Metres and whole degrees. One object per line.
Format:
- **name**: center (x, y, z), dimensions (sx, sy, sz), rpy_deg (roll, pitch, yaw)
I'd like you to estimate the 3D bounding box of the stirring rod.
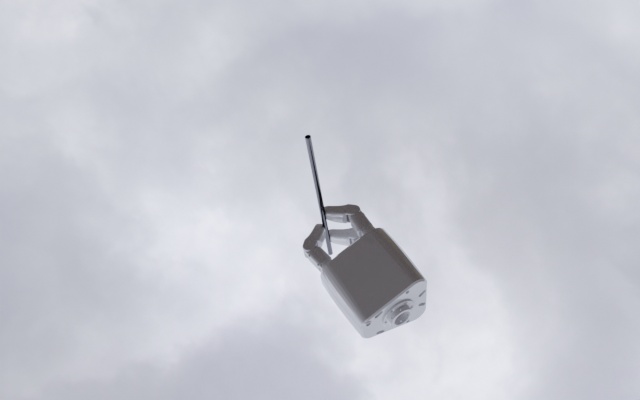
- **stirring rod**: center (0.000, 0.002, 0.695), dimensions (0.011, 0.011, 0.240), rpy_deg (0, -44, 11)
